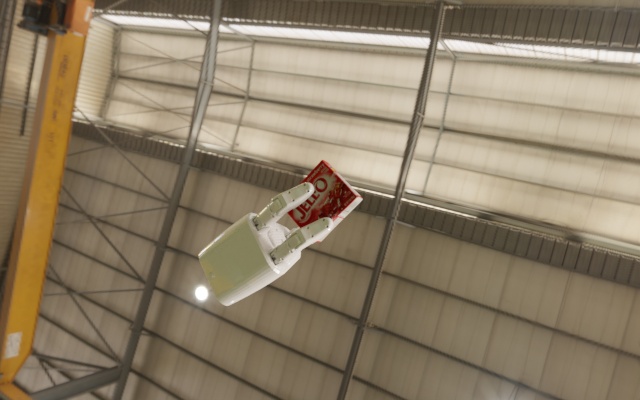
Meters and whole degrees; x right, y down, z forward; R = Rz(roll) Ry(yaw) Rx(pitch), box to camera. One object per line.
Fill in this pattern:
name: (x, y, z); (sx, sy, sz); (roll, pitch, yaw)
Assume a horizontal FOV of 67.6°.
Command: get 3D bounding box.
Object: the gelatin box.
gelatin box: (0.001, 0.002, 0.650); (0.073, 0.089, 0.030); (48, 11, 19)
